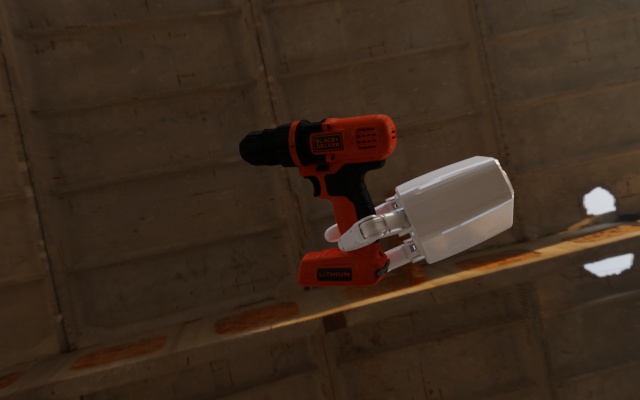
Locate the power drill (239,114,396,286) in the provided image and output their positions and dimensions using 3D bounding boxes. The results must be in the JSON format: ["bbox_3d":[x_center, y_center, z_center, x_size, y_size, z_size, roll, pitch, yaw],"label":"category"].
[{"bbox_3d":[0.000,0.002,0.542,0.184,0.188,0.057,-3,12,24],"label":"power drill"}]
